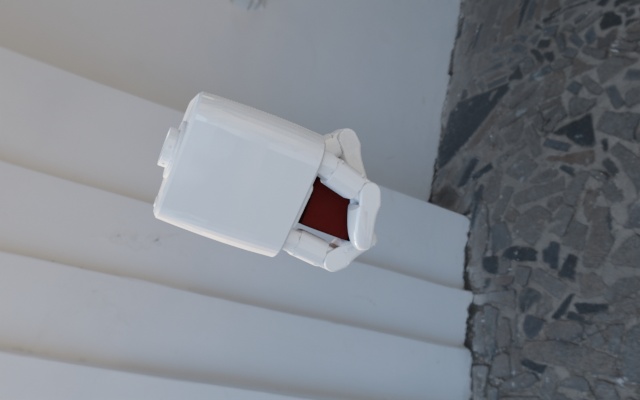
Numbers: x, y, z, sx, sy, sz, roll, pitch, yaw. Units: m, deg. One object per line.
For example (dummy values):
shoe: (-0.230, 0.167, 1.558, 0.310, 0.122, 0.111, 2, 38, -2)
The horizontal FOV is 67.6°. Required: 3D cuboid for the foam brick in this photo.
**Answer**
foam brick: (0.000, 0.002, 0.457, 0.051, 0.053, 0.078, 21, -3, -22)
